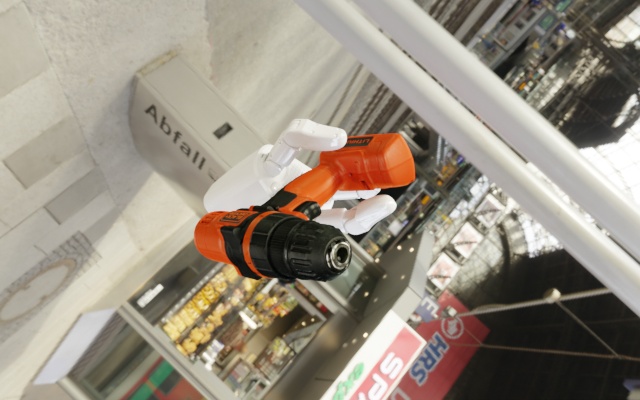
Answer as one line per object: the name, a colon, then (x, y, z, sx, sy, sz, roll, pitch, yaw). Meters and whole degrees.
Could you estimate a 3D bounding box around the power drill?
power drill: (0.000, 0.001, 0.421, 0.187, 0.057, 0.184, -34, 24, -35)
